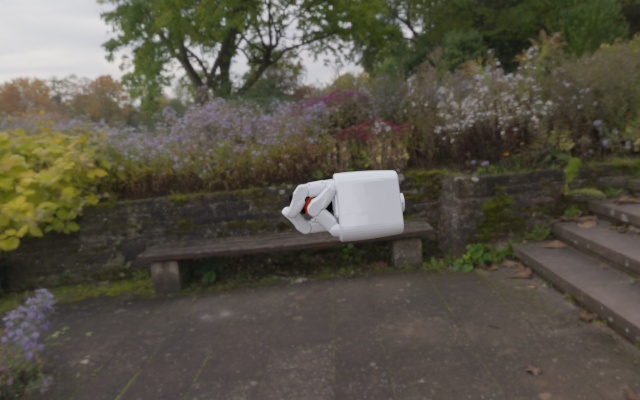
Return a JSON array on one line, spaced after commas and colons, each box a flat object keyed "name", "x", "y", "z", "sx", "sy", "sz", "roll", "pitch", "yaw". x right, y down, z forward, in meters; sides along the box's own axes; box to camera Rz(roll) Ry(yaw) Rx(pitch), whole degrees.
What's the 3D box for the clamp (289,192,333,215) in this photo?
[{"name": "clamp", "x": 0.000, "y": 0.002, "z": 0.892, "sx": 0.120, "sy": 0.039, "sz": 0.171, "roll": -5, "pitch": 8, "yaw": -2}]
